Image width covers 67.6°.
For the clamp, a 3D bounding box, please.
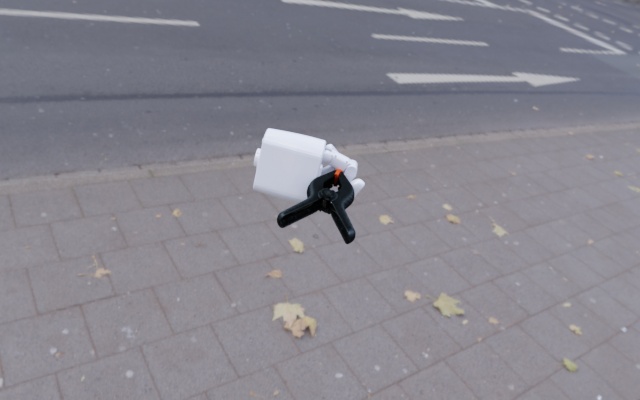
[{"bbox_3d":[0.000,0.002,0.767,0.120,0.039,0.171,13,34,-2],"label":"clamp"}]
